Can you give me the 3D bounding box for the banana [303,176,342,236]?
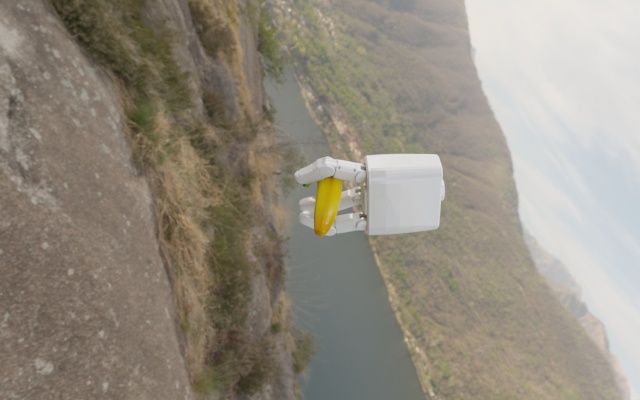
[{"bbox_3d":[0.007,-0.015,0.701,0.037,0.070,0.197,19,18,-12],"label":"banana"}]
